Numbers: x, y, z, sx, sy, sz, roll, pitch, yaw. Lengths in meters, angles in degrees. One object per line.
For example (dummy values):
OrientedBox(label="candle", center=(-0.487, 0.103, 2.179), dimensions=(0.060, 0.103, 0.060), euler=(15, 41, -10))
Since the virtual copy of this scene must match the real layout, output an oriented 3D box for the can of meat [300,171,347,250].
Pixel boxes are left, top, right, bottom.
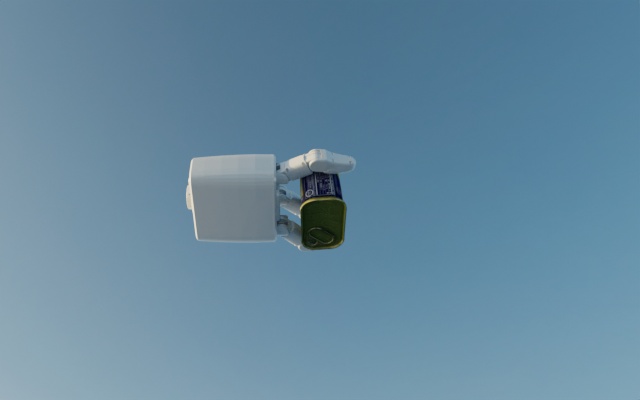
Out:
OrientedBox(label="can of meat", center=(0.000, 0.002, 0.633), dimensions=(0.057, 0.083, 0.102), euler=(-4, -41, -3))
